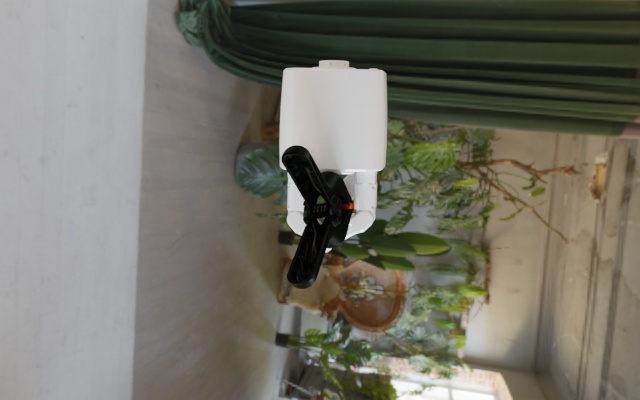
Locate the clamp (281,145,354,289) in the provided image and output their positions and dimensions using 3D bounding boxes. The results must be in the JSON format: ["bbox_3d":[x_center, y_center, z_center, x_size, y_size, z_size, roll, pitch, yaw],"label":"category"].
[{"bbox_3d":[0.001,0.002,0.465,0.039,0.120,0.171,4,12,13],"label":"clamp"}]
